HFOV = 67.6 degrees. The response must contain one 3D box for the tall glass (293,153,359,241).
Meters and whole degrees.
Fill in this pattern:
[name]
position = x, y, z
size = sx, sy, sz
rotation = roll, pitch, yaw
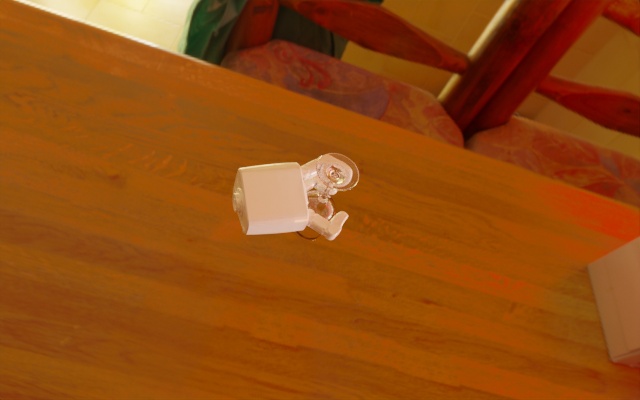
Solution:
[tall glass]
position = 0.000, 0.003, 0.861
size = 0.079, 0.079, 0.201
rotation = 0, -31, -19
